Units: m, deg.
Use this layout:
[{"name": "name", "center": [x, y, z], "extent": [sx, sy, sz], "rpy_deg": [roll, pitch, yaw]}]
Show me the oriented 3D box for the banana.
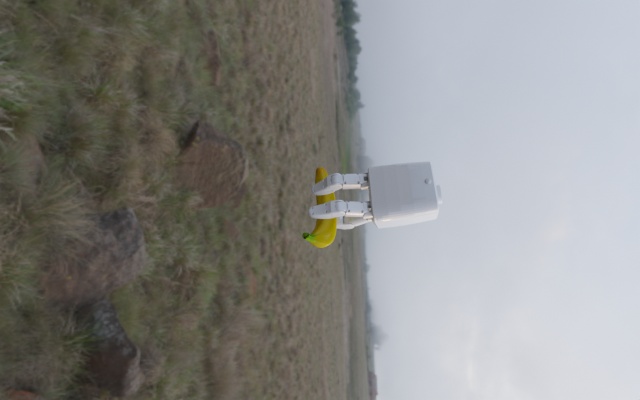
[{"name": "banana", "center": [0.006, 0.019, 0.835], "extent": [0.037, 0.070, 0.197], "rpy_deg": [-12, 35, 15]}]
